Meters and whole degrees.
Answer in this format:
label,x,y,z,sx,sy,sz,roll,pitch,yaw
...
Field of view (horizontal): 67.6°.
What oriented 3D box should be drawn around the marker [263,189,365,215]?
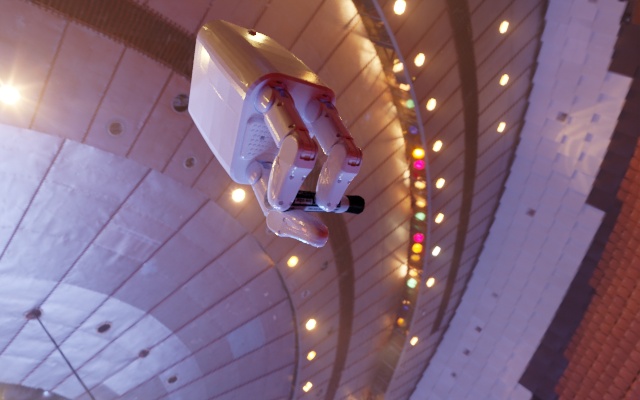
label,x,y,z,sx,sy,sz,roll,pitch,yaw
marker,0.000,0.001,0.428,0.020,0.020,0.121,0,-3,42
